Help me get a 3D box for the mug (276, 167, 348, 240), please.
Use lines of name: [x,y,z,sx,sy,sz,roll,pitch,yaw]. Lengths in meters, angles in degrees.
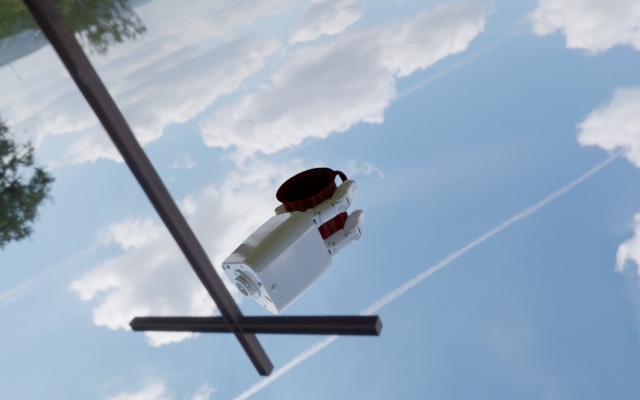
mug: [0.001,0.002,0.712,0.117,0.081,0.093,-40,32,-29]
